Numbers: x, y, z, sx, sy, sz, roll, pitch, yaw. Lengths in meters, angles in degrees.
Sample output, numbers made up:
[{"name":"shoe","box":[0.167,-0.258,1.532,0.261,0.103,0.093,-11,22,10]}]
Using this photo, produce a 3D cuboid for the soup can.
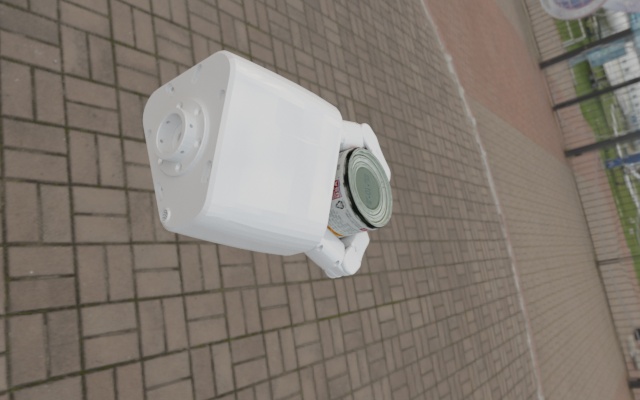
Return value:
[{"name":"soup can","box":[0.001,0.001,0.402,0.102,0.068,0.068,-17,-10,34]}]
